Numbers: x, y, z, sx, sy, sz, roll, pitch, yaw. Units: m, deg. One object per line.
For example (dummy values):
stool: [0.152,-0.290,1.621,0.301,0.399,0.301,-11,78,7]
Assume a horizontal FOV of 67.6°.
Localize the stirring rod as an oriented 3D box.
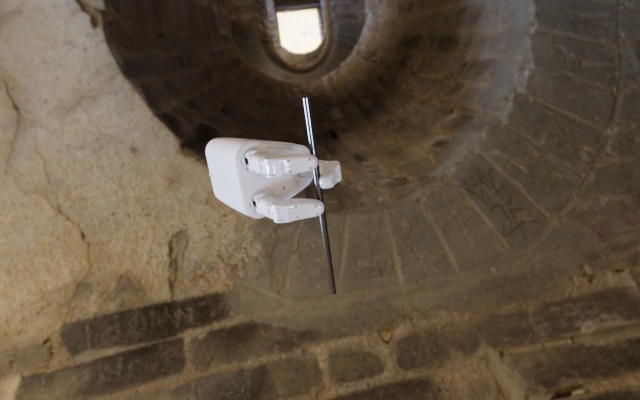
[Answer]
stirring rod: [0.000,0.002,0.554,0.011,0.240,0.011,-7,19,2]
